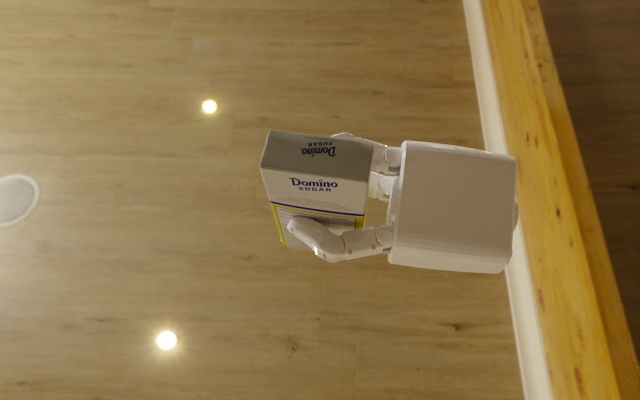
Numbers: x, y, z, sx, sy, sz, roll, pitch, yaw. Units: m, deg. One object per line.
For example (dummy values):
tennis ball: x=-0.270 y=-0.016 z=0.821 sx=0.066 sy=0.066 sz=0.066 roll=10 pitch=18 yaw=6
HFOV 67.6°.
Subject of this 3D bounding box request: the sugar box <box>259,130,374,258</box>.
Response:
sugar box: x=0.000 y=0.001 z=0.471 sx=0.093 sy=0.048 sz=0.176 roll=9 pitch=-29 yaw=6
